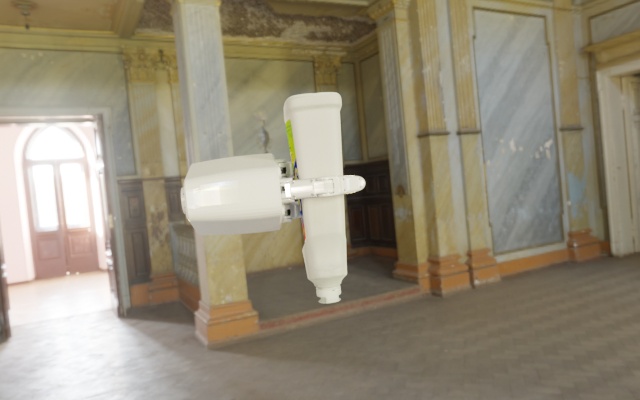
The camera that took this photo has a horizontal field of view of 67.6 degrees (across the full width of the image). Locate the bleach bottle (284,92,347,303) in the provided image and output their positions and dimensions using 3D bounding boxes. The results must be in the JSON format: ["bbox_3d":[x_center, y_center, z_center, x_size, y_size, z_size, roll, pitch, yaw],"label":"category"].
[{"bbox_3d":[0.000,0.002,0.590,0.068,0.251,0.102,-6,2,-7],"label":"bleach bottle"}]
